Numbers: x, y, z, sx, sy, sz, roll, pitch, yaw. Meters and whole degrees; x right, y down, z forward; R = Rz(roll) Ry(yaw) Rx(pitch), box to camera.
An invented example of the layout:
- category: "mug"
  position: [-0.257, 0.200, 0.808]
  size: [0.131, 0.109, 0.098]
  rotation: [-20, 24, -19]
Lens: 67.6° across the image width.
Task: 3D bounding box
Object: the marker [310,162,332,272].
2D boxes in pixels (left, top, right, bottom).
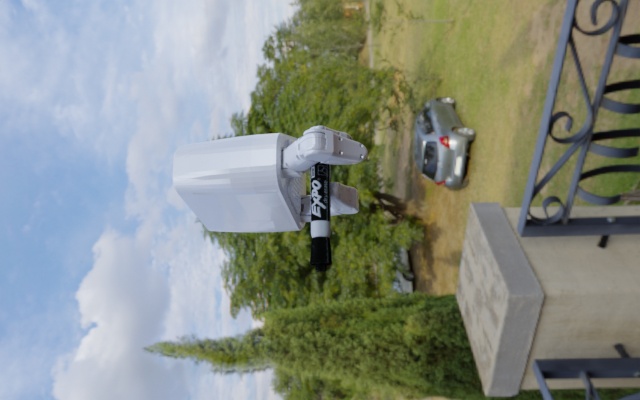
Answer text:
- category: "marker"
  position: [0.000, 0.001, 0.418]
  size: [0.020, 0.121, 0.020]
  rotation: [0, -15, 0]
